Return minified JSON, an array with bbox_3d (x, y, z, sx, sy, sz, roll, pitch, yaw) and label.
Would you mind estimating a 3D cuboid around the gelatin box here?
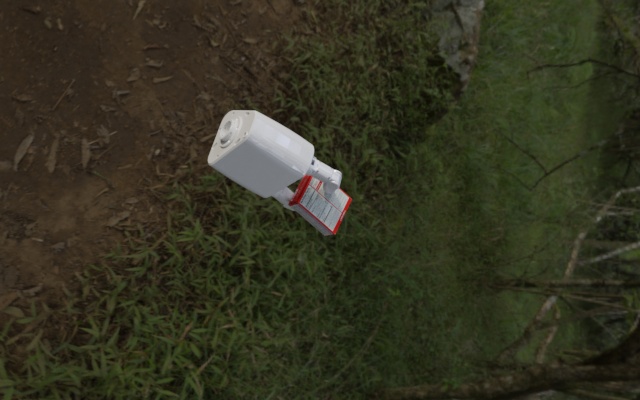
[{"bbox_3d":[0.001,0.003,0.766,0.089,0.073,0.030,41,-31,-24],"label":"gelatin box"}]
